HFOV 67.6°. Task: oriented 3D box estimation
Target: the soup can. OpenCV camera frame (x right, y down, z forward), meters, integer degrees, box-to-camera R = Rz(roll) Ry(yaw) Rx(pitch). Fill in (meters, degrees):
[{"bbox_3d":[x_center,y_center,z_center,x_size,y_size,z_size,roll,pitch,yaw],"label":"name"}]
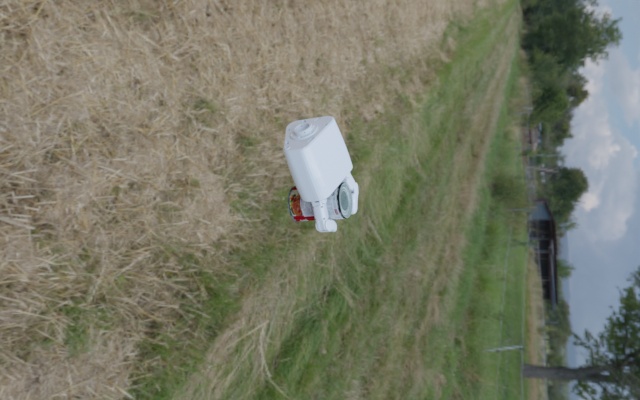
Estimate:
[{"bbox_3d":[0.001,0.003,0.882,0.102,0.068,0.068,-4,-2,24],"label":"soup can"}]
